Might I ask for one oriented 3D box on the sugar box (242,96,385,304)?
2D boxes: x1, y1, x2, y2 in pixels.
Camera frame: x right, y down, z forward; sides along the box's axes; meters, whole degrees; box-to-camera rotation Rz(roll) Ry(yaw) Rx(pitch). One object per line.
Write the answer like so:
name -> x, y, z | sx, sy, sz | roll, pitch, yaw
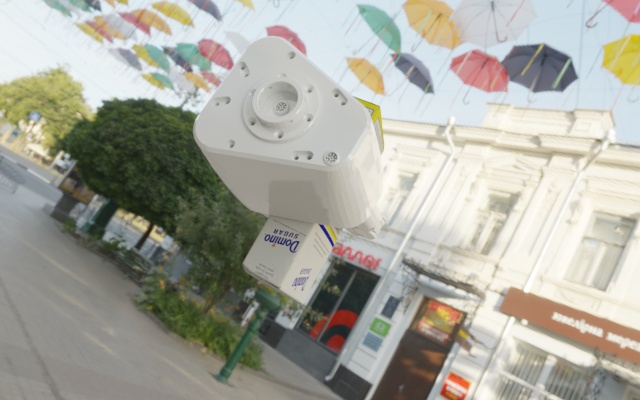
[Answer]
sugar box -> 0.000, 0.001, 0.433 | 0.048, 0.176, 0.093 | 27, -13, 18
